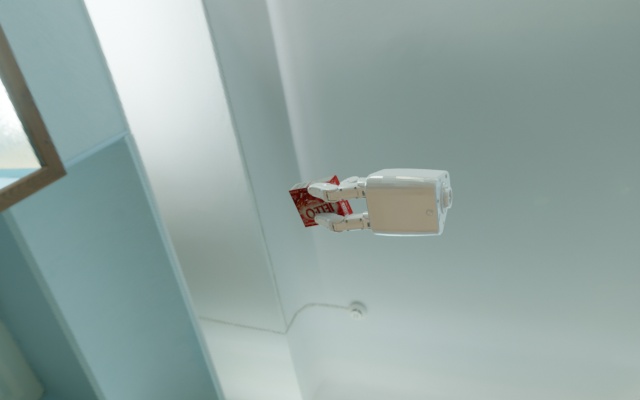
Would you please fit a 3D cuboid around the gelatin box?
[{"bbox_3d":[0.000,0.002,0.797,0.089,0.073,0.030,-11,22,35],"label":"gelatin box"}]
